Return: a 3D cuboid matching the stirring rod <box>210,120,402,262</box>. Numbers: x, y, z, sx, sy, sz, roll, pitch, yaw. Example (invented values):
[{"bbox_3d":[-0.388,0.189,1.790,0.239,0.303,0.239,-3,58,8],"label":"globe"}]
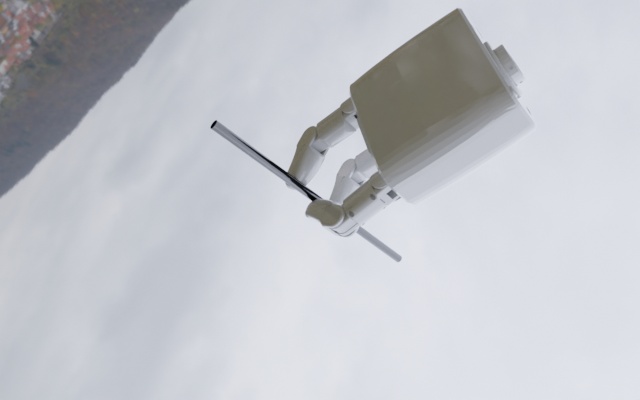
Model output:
[{"bbox_3d":[0.000,0.001,0.428,0.240,0.011,0.011,36,-22,-34],"label":"stirring rod"}]
